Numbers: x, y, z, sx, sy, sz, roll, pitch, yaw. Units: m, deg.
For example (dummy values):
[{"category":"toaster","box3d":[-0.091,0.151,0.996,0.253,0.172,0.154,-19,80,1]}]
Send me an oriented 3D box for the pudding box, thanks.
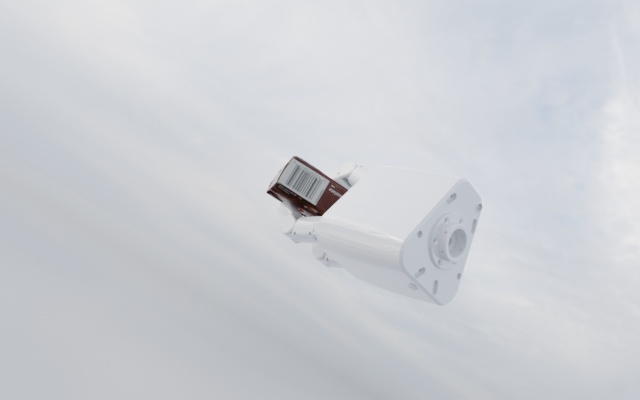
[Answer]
[{"category":"pudding box","box3d":[0.000,0.002,0.531,0.113,0.039,0.090,35,-14,-8]}]
